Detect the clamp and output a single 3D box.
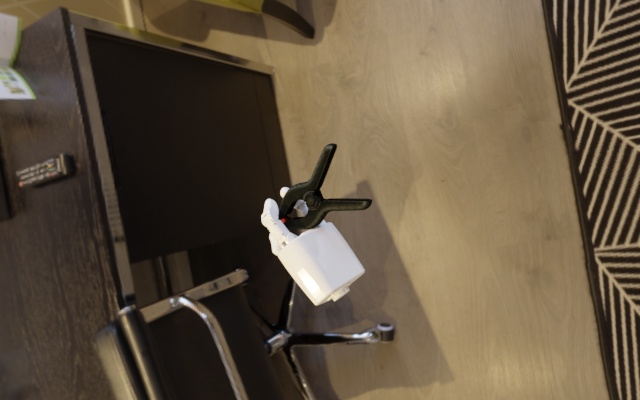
[{"bbox_3d":[0.000,0.003,0.791,0.171,0.120,0.039,-44,-16,25],"label":"clamp"}]
